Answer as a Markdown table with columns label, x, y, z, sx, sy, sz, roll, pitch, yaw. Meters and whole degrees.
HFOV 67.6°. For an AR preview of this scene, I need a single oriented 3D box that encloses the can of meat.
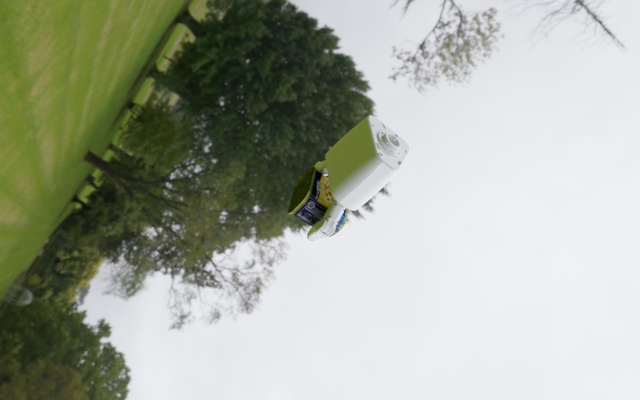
| label | x | y | z | sx | sy | sz | roll | pitch | yaw |
| --- | --- | --- | --- | --- | --- | --- | --- | --- | --- |
| can of meat | 0.000 | 0.003 | 0.807 | 0.084 | 0.102 | 0.057 | 35 | -56 | -18 |
